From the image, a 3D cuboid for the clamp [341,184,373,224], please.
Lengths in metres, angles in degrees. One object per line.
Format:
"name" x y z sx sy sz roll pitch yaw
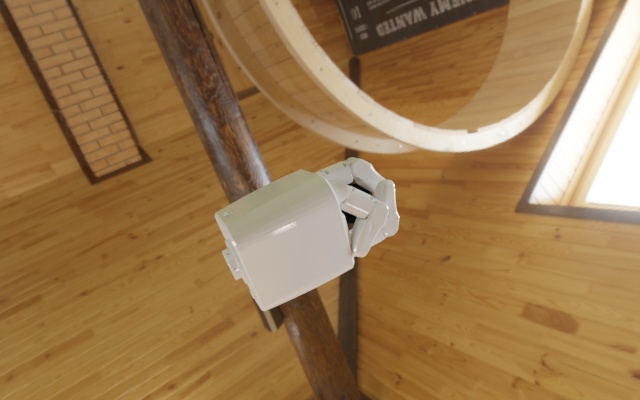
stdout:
"clamp" 0.000 0.002 0.582 0.120 0.039 0.171 -26 17 -15
